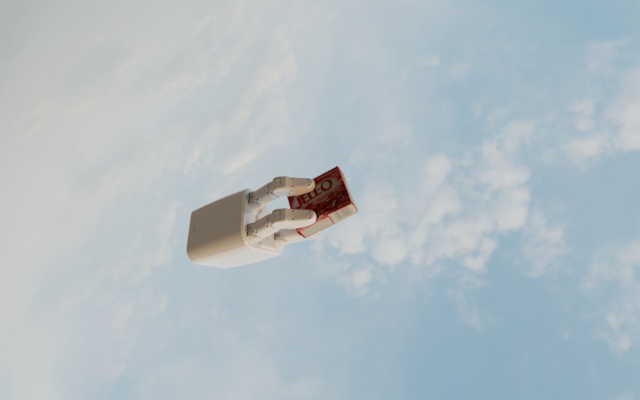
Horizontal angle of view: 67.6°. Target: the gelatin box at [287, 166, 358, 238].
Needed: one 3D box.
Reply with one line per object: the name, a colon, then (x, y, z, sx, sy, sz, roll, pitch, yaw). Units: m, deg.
gelatin box: (0.001, 0.002, 0.679, 0.089, 0.073, 0.030, -26, -39, 10)
